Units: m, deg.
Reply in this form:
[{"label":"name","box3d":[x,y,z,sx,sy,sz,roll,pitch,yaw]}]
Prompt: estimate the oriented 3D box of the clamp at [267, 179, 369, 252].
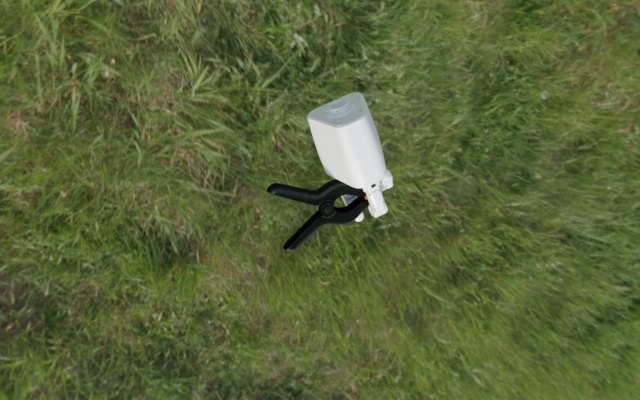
[{"label":"clamp","box3d":[0.000,0.003,0.762,0.171,0.120,0.039,-25,31,-4]}]
